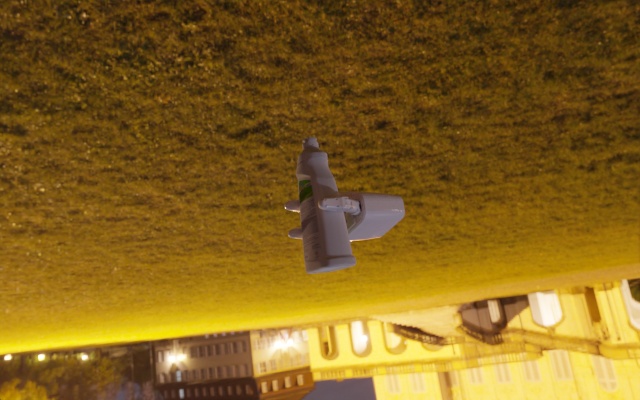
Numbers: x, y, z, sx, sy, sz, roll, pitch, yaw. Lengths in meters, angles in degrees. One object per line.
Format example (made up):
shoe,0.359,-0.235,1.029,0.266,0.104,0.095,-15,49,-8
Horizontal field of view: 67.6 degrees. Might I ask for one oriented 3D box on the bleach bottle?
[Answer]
bleach bottle,0.000,0.003,0.878,0.068,0.250,0.102,1,-15,-33
